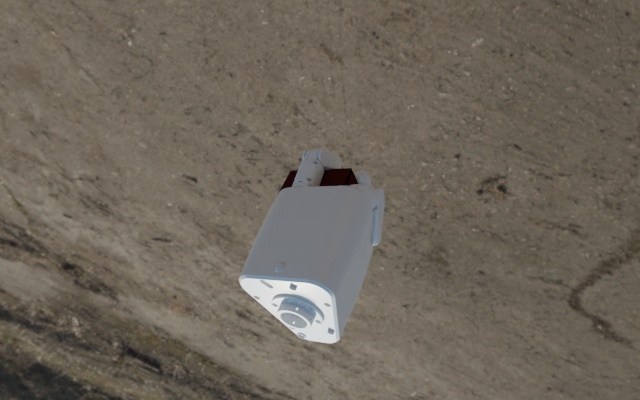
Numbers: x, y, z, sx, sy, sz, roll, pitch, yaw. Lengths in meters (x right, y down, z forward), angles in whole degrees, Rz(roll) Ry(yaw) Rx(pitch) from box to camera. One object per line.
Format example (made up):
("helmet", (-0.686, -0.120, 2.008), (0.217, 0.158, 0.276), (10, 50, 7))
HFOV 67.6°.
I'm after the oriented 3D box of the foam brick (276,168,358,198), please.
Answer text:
("foam brick", (0.000, 0.002, 0.513), (0.078, 0.051, 0.053), (-1, -44, 28))
